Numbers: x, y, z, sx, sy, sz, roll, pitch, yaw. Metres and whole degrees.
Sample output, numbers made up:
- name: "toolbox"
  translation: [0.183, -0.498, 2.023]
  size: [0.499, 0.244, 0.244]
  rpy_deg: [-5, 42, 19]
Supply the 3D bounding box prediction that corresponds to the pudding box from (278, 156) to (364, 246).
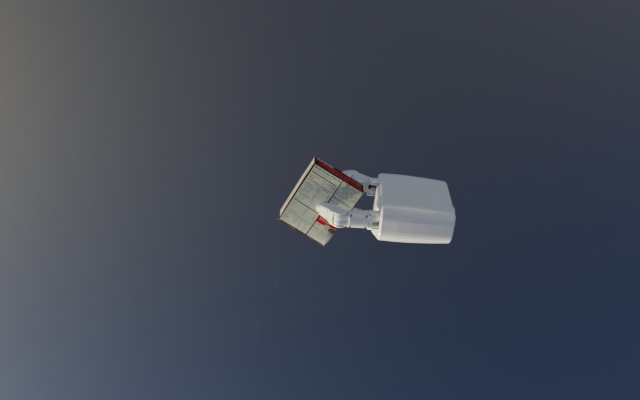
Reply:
- name: "pudding box"
  translation: [0.000, 0.002, 0.734]
  size: [0.090, 0.113, 0.039]
  rpy_deg: [32, 17, -9]
